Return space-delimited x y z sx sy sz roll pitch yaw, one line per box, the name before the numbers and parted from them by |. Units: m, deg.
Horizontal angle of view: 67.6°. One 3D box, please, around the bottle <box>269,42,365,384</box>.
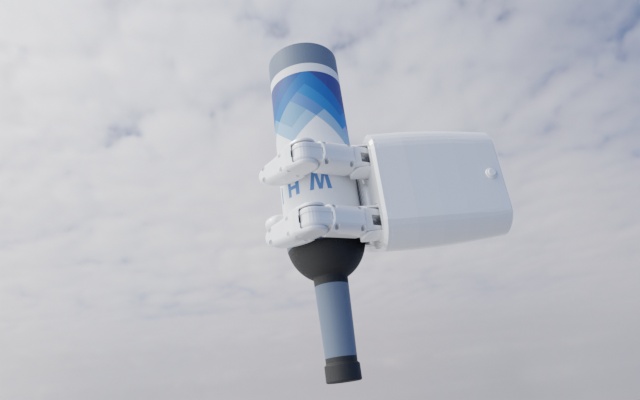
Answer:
bottle | 0.000 0.001 0.414 0.069 0.295 0.069 -6 -23 -3
